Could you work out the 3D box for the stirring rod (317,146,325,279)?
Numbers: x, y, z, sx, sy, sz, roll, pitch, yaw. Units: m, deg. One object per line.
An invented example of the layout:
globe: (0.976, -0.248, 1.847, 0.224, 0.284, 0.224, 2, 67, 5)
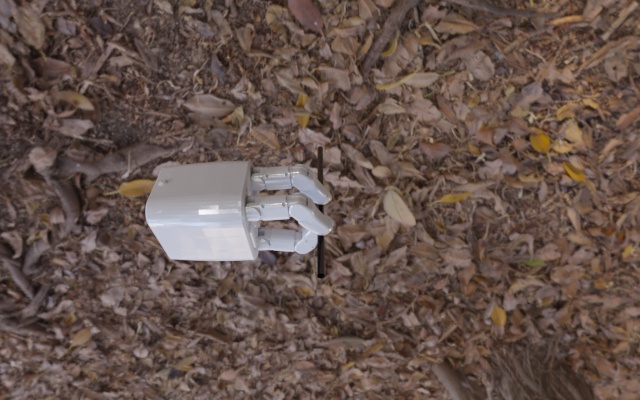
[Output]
stirring rod: (0.000, 0.002, 0.581, 0.011, 0.011, 0.239, 0, 39, 0)
